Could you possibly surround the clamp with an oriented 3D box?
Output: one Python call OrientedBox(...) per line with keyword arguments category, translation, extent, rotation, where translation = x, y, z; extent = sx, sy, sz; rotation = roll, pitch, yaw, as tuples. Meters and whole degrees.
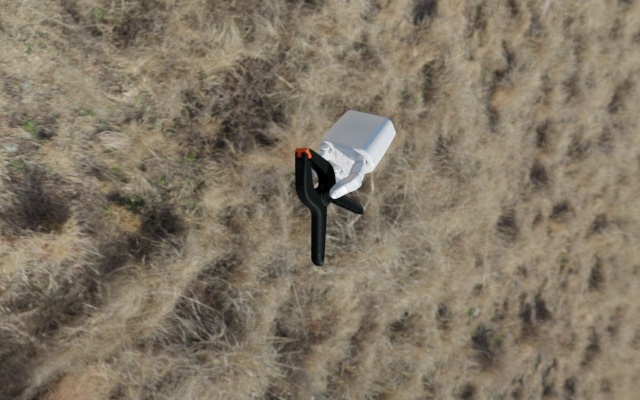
OrientedBox(category="clamp", translation=(0.001, 0.002, 0.855), extent=(0.036, 0.210, 0.164), rotation=(4, 46, 40))
